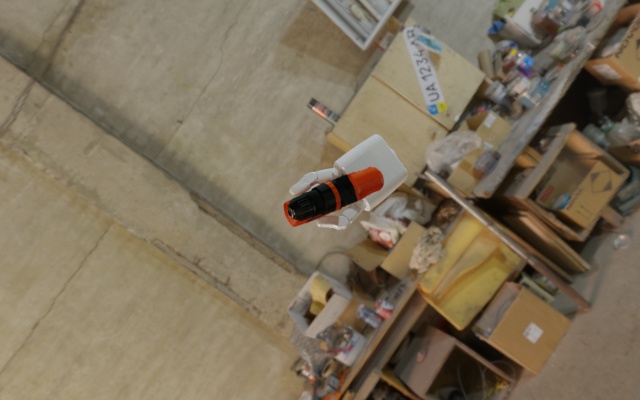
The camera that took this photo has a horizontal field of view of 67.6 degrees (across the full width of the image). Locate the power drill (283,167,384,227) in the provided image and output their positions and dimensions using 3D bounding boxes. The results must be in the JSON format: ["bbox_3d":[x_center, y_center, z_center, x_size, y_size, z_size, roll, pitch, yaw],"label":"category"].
[{"bbox_3d":[0.000,0.003,0.856,0.184,0.057,0.188,-20,-1,-26],"label":"power drill"}]
